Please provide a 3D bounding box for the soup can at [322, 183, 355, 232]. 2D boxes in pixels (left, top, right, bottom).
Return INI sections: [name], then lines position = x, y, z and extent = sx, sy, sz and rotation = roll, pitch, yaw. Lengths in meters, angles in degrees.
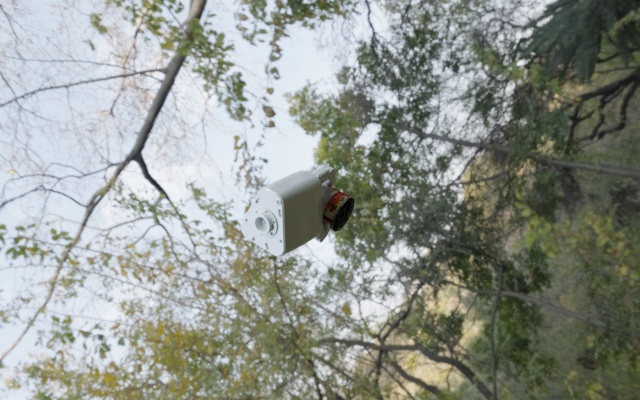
[soup can]
position = 0.000, 0.002, 0.855
extent = 0.102, 0.068, 0.068
rotation = 29, 12, 23
